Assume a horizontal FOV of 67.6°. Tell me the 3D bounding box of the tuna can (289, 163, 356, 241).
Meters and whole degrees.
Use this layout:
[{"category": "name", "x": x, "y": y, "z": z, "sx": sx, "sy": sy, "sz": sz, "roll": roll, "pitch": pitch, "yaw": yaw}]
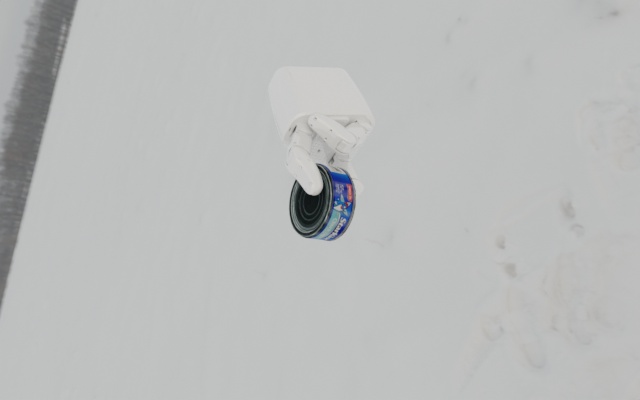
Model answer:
[{"category": "tuna can", "x": 0.000, "y": 0.002, "z": 0.538, "sx": 0.034, "sy": 0.086, "sz": 0.086, "roll": 9, "pitch": -6, "yaw": -35}]
